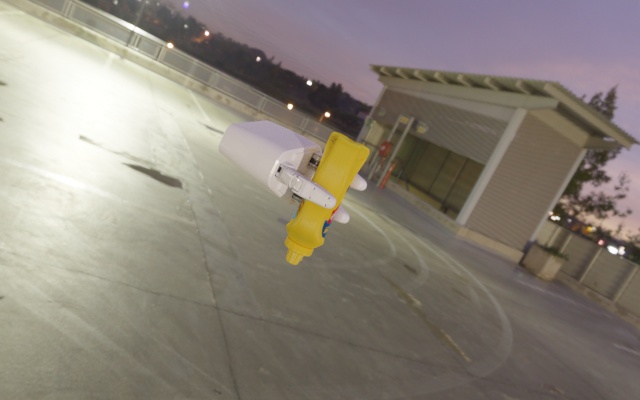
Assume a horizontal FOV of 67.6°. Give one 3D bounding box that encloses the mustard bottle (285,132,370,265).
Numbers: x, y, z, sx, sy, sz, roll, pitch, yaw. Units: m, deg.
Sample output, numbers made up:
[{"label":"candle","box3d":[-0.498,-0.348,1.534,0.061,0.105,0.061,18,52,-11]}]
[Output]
[{"label":"mustard bottle","box3d":[0.001,0.002,0.659,0.058,0.191,0.096,27,9,0]}]
